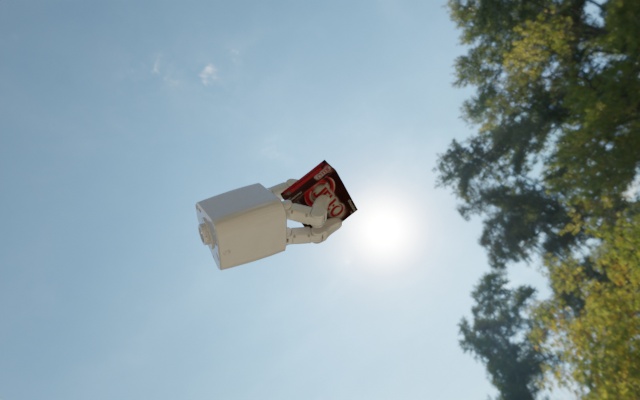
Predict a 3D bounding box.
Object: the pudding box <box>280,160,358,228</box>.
[{"bbox_3d":[0.000,0.002,0.760,0.039,0.090,0.114,49,-5,40],"label":"pudding box"}]
